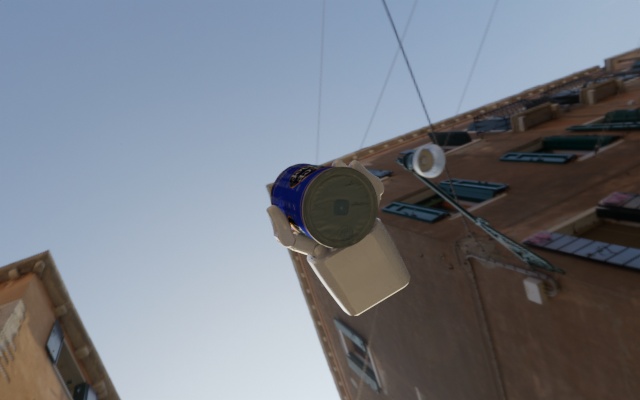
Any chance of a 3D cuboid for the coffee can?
[{"bbox_3d":[0.000,0.002,0.655,0.103,0.103,0.140,0,6,-23],"label":"coffee can"}]
